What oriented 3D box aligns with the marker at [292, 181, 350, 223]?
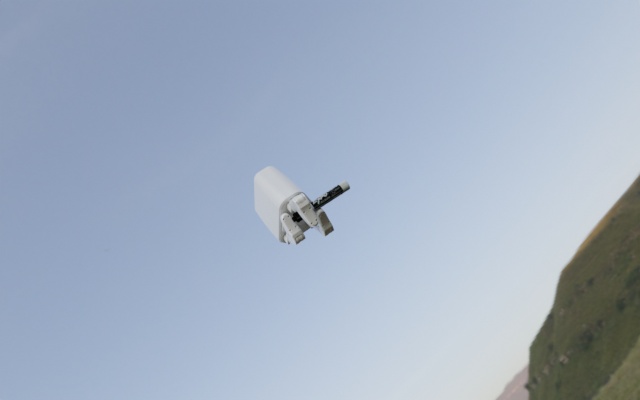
[{"bbox_3d":[0.000,0.003,0.852,0.121,0.020,0.020,-33,10,-17],"label":"marker"}]
